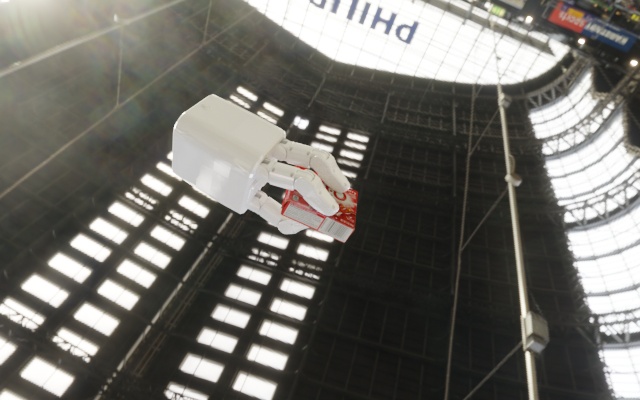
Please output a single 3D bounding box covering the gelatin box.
[{"bbox_3d":[0.000,0.002,0.584,0.089,0.030,0.073,25,37,-12],"label":"gelatin box"}]
